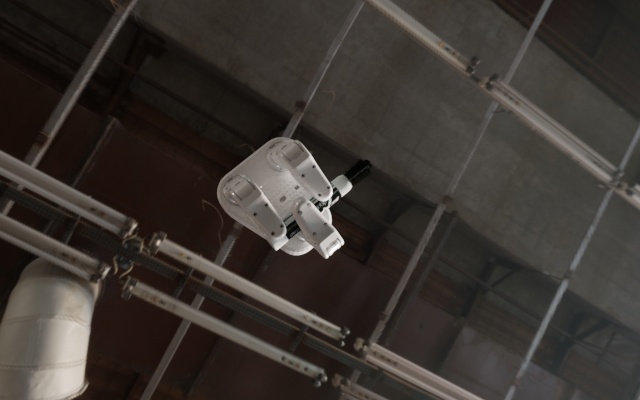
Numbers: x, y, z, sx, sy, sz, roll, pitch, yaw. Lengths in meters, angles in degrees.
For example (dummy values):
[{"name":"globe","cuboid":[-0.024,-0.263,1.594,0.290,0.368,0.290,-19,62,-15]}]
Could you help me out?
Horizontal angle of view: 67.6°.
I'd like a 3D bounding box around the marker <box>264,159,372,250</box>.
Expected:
[{"name":"marker","cuboid":[0.000,0.001,0.444,0.121,0.020,0.020,-39,8,-10]}]
